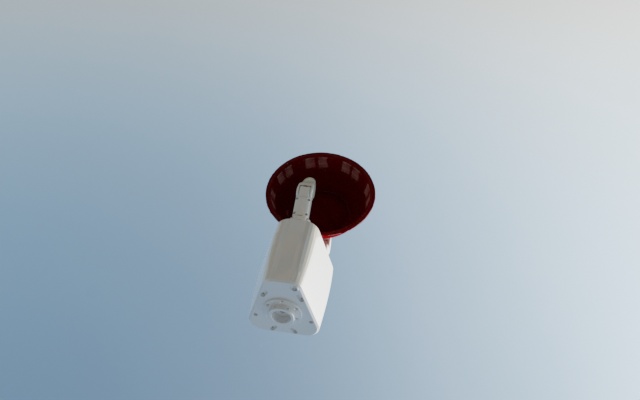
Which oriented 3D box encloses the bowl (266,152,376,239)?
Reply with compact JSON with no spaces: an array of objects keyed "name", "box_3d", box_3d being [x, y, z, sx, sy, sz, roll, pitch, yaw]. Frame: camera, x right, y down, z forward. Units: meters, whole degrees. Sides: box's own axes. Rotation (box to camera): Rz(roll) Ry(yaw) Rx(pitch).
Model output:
[{"name":"bowl","box_3d":[0.001,0.002,0.722,0.162,0.162,0.055,0,-39,1]}]
